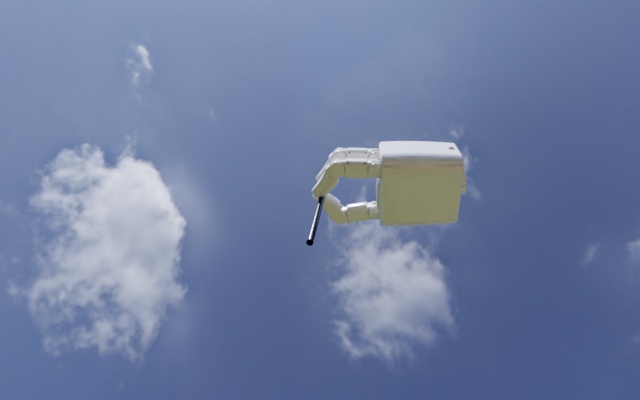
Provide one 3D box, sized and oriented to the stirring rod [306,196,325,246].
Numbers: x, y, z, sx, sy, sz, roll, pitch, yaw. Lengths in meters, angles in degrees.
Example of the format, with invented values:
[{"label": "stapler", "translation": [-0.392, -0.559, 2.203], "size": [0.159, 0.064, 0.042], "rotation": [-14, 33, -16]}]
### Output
[{"label": "stirring rod", "translation": [0.000, 0.002, 0.629], "size": [0.011, 0.011, 0.239], "rotation": [0, 21, 6]}]
